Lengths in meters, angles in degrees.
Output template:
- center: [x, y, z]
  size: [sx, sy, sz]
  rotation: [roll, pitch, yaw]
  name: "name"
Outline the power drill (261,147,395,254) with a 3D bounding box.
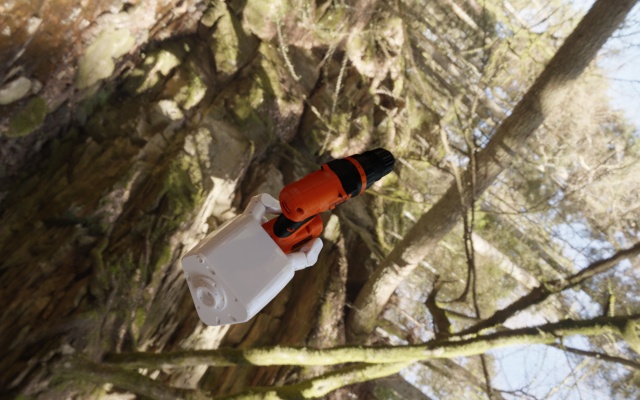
- center: [0.000, 0.003, 0.665]
  size: [0.184, 0.057, 0.188]
  rotation: [-24, -15, -34]
  name: "power drill"
